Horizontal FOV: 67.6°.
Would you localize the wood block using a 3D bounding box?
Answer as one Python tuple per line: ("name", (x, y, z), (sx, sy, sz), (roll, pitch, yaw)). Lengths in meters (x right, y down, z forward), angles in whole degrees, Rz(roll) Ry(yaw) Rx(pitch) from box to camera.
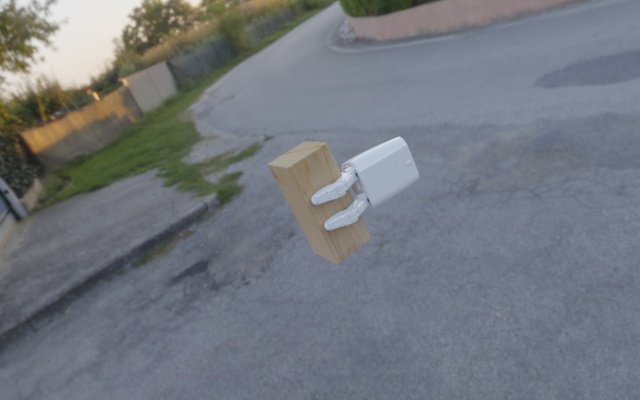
("wood block", (0.000, 0.003, 0.886), (0.090, 0.206, 0.091), (-35, 23, -20))
